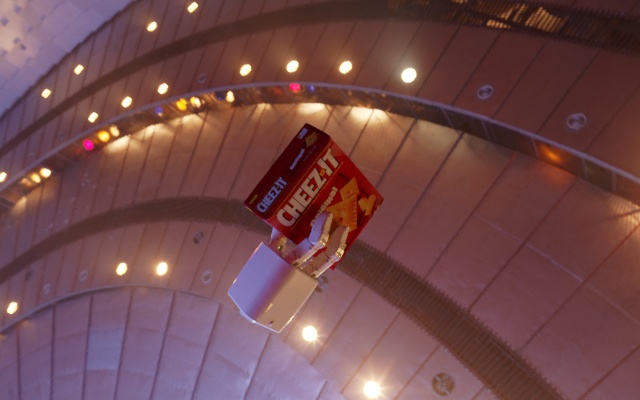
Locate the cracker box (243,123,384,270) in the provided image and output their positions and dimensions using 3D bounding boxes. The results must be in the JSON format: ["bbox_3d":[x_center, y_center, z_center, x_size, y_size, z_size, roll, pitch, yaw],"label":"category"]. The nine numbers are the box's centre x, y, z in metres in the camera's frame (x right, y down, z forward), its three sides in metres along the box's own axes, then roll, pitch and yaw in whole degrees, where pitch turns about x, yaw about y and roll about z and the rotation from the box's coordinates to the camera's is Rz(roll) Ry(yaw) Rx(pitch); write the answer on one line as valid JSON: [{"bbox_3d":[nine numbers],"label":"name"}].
[{"bbox_3d":[0.000,0.003,0.799,0.072,0.164,0.214,32,-7,41],"label":"cracker box"}]
